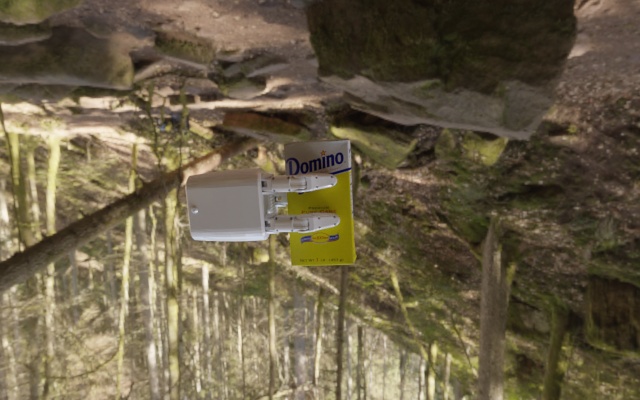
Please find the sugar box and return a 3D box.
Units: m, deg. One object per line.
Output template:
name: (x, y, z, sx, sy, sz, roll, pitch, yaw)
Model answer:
sugar box: (0.000, 0.002, 0.681, 0.093, 0.176, 0.048, -3, 9, 7)
